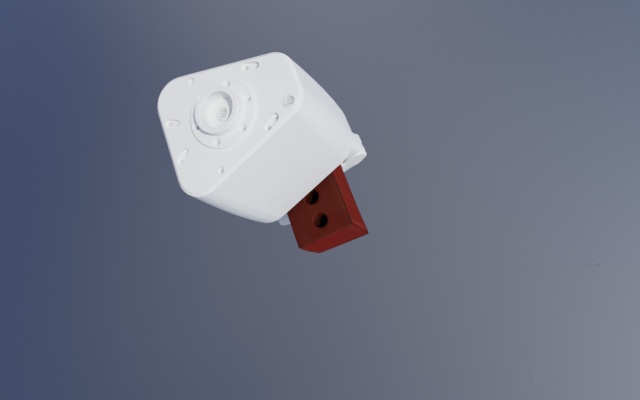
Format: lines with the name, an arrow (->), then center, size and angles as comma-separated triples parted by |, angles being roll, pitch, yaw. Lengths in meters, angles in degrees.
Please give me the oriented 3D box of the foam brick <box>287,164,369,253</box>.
foam brick -> 0.000, 0.002, 0.425 | 0.053, 0.078, 0.051 | -26, -17, 13
